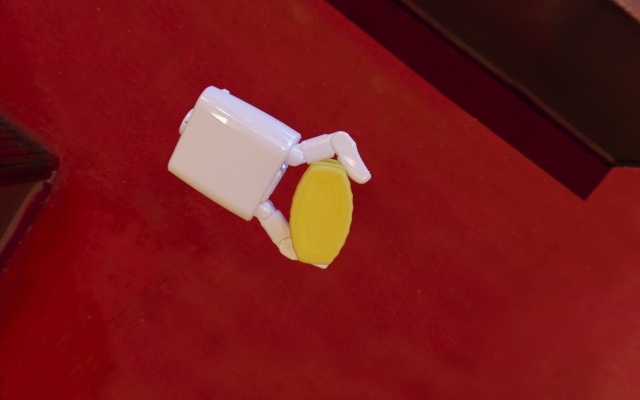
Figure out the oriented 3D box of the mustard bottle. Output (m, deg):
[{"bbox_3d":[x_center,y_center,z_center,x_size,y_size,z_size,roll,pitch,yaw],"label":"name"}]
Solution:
[{"bbox_3d":[0.000,0.002,0.530,0.058,0.096,0.191,7,8,-1],"label":"mustard bottle"}]
